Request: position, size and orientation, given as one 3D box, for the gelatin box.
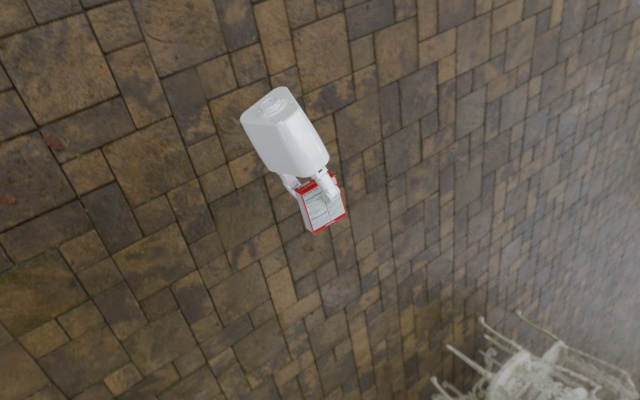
[{"bbox_3d":[0.000,0.003,0.836,0.073,0.089,0.030,-30,32,-20],"label":"gelatin box"}]
